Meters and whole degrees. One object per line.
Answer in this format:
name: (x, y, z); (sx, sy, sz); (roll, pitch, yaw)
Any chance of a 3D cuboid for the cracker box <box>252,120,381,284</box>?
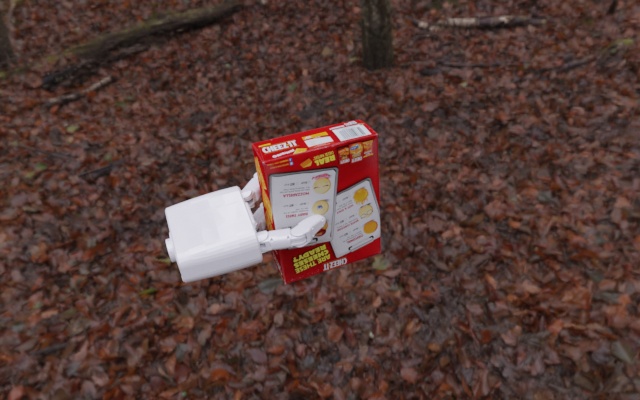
cracker box: (0.000, 0.002, 0.703); (0.164, 0.214, 0.072); (-16, 36, -14)
